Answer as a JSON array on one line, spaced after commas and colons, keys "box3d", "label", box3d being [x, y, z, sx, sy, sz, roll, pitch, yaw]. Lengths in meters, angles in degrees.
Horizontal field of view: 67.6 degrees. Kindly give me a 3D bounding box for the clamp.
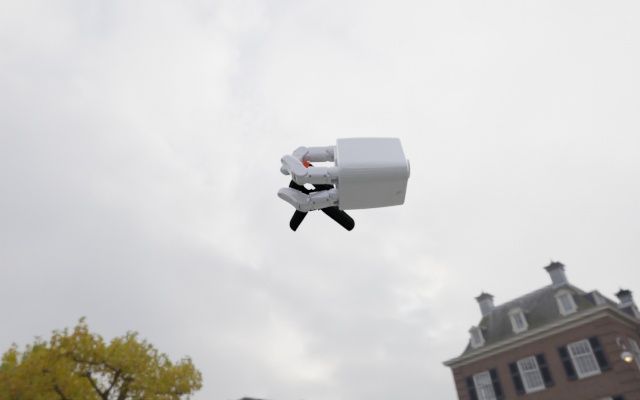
[{"box3d": [0.000, 0.002, 0.814, 0.120, 0.039, 0.172, -1, -36, 2], "label": "clamp"}]
